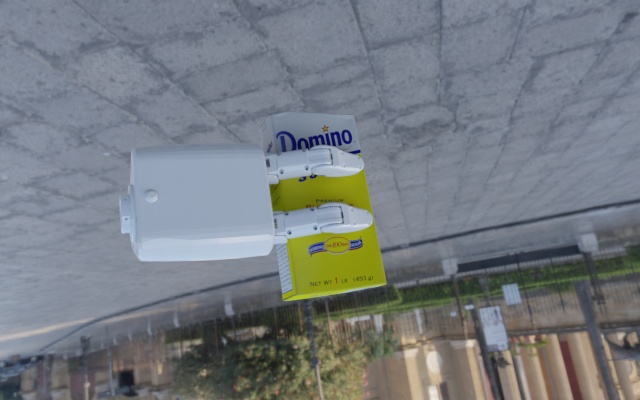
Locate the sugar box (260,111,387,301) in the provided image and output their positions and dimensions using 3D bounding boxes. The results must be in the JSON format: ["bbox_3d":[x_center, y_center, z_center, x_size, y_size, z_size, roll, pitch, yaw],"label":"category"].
[{"bbox_3d":[0.000,0.001,0.461,0.093,0.176,0.048,-3,-15,-24],"label":"sugar box"}]
